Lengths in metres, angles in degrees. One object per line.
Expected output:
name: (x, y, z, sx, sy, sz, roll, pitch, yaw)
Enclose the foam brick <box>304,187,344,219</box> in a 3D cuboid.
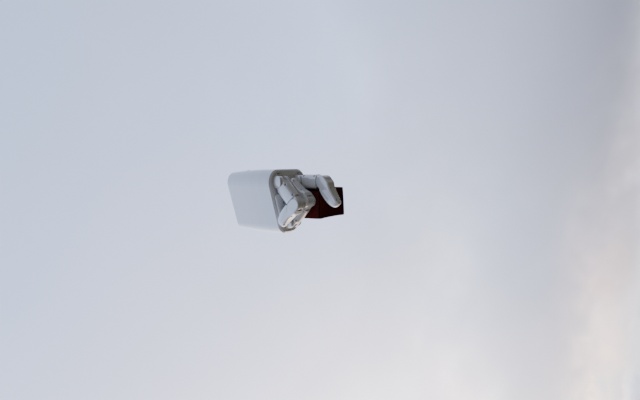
foam brick: (0.000, 0.003, 0.855, 0.051, 0.053, 0.078, 1, 5, 35)
